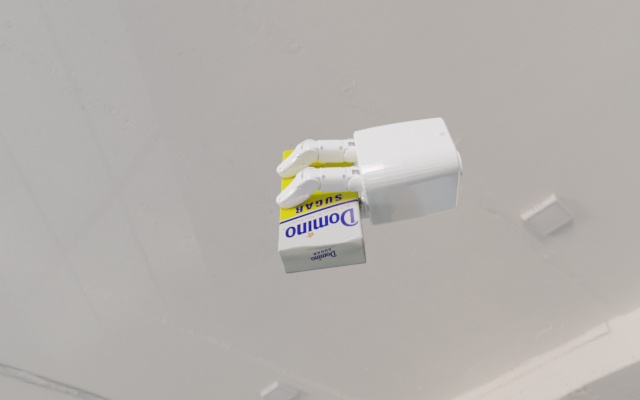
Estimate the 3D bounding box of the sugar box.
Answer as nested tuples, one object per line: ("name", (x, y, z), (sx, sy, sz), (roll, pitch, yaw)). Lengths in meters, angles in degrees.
("sugar box", (0.000, 0.001, 0.571), (0.093, 0.048, 0.176), (-9, 40, 5))
